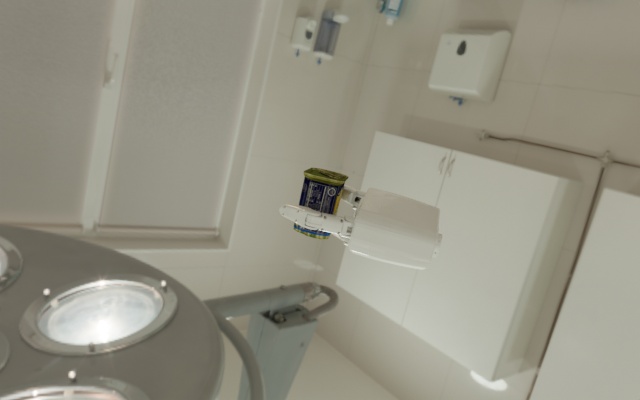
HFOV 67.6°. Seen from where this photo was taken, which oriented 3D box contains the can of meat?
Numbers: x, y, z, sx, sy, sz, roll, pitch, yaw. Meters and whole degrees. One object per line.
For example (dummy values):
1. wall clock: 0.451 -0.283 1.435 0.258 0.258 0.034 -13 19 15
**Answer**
1. can of meat: 0.000 0.003 0.680 0.057 0.084 0.102 14 10 6
